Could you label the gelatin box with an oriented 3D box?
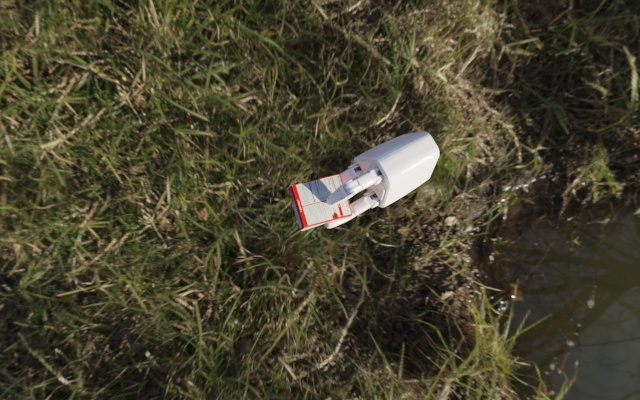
[{"bbox_3d":[0.000,0.003,0.778,0.089,0.073,0.030,-14,-8,-19],"label":"gelatin box"}]
